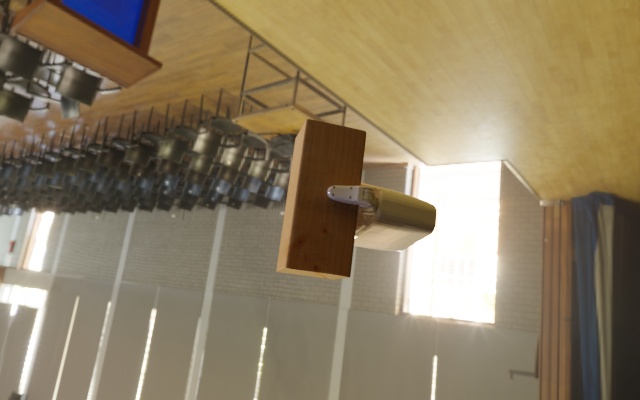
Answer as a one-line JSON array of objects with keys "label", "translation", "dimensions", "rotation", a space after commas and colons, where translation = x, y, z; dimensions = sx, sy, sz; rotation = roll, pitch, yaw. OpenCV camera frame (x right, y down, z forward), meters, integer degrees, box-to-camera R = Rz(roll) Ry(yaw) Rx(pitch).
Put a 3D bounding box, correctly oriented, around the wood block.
[{"label": "wood block", "translation": [0.001, 0.002, 0.680], "dimensions": [0.090, 0.206, 0.091], "rotation": [10, -13, -12]}]
